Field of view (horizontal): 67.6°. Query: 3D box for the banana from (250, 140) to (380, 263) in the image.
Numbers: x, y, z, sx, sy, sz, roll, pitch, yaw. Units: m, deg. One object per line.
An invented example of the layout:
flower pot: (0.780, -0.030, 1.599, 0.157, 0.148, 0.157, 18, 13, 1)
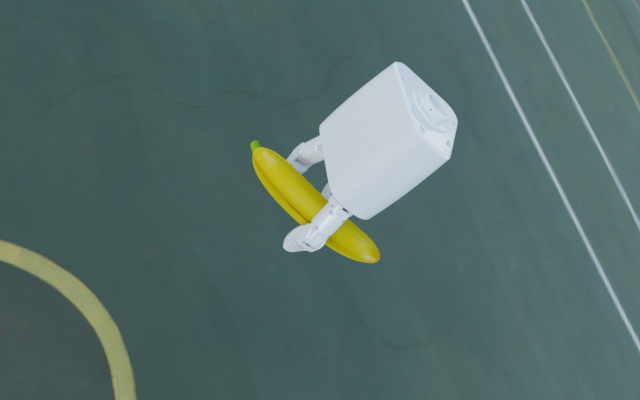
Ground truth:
banana: (-0.007, 0.005, 0.518, 0.037, 0.198, 0.069, -44, 4, 23)
